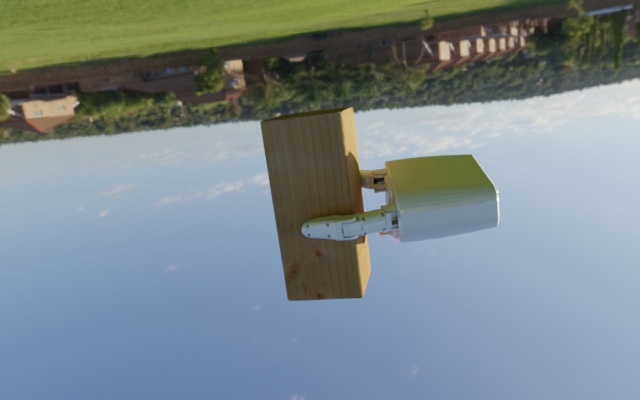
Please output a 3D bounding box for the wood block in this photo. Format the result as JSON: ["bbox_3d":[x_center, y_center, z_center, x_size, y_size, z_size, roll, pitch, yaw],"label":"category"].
[{"bbox_3d":[0.000,0.002,0.555,0.090,0.206,0.090,-5,13,13],"label":"wood block"}]
